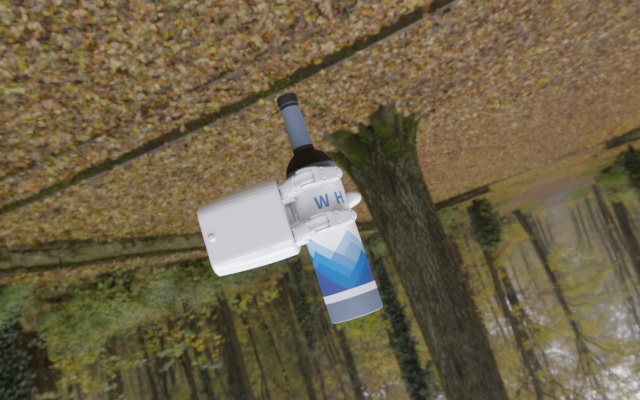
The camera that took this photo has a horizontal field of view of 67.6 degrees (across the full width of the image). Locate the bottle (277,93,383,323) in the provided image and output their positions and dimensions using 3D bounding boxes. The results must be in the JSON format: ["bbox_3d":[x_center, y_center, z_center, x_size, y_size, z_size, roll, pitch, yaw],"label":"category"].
[{"bbox_3d":[0.000,0.002,0.607,0.069,0.295,0.069,-18,-9,-3],"label":"bottle"}]
